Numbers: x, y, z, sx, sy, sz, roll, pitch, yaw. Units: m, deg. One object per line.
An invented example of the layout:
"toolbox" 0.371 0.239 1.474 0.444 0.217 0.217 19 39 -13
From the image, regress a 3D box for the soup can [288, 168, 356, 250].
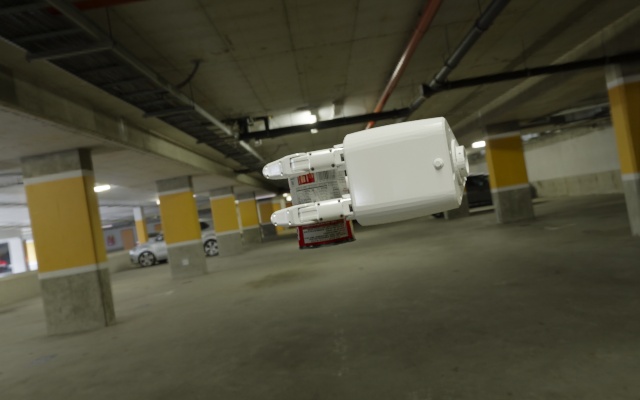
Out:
"soup can" 0.000 0.002 0.560 0.068 0.102 0.068 -9 -1 0
